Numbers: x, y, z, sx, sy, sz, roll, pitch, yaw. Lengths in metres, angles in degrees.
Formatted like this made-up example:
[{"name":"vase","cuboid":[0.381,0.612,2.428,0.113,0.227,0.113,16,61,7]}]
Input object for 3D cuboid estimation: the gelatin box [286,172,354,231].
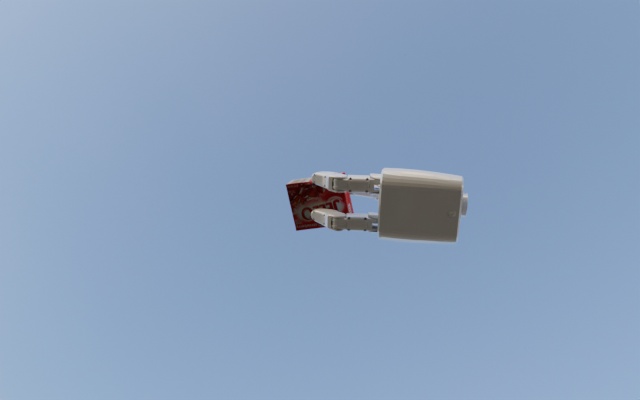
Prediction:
[{"name":"gelatin box","cuboid":[0.000,0.002,0.700,0.089,0.073,0.030,-7,14,20]}]
